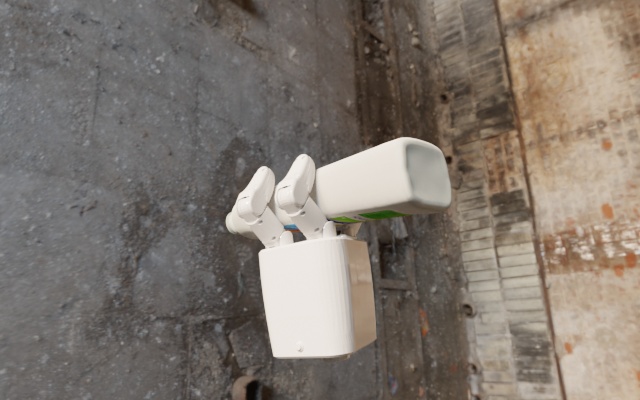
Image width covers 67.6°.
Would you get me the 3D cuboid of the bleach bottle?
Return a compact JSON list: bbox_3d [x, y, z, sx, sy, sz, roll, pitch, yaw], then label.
[{"bbox_3d":[0.000,0.002,0.504,0.251,0.068,0.102,-15,-12,37],"label":"bleach bottle"}]
